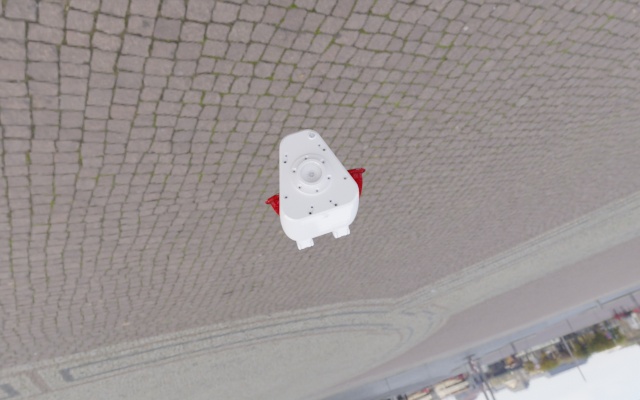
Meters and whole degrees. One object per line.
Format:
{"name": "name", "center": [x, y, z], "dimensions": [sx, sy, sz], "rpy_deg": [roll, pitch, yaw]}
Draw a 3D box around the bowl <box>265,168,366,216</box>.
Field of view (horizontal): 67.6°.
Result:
{"name": "bowl", "center": [0.000, 0.003, 0.730], "dimensions": [0.162, 0.055, 0.162], "rpy_deg": [-18, -4, -1]}
